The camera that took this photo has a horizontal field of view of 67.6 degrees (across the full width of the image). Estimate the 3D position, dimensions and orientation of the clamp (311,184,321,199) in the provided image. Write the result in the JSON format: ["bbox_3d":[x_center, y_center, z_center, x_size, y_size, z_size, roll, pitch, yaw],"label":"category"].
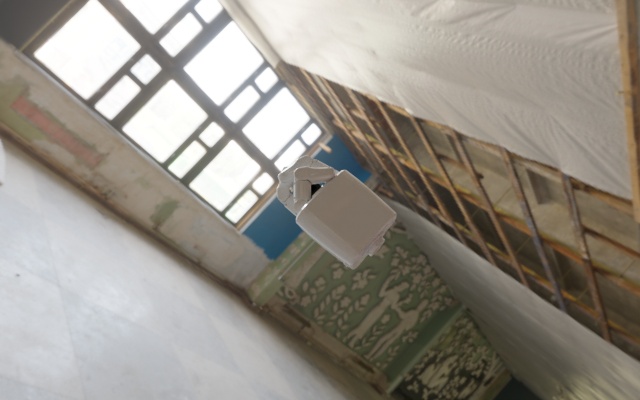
[{"bbox_3d":[0.000,0.002,0.817,0.120,0.039,0.171,37,-5,13],"label":"clamp"}]
